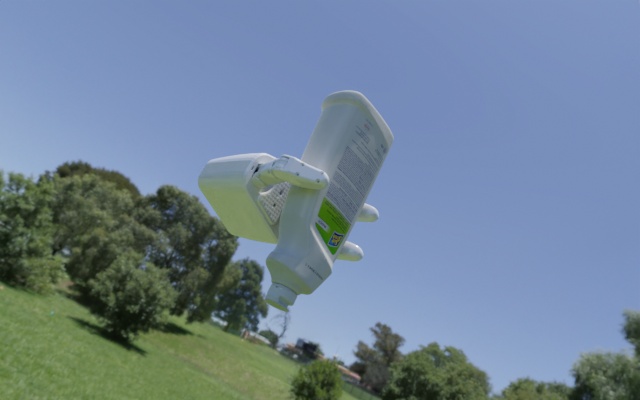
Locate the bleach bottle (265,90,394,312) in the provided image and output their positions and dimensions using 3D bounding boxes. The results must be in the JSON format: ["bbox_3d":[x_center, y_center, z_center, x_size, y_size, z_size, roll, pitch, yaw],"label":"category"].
[{"bbox_3d":[0.000,0.002,0.541,0.068,0.250,0.103,0,-34,46],"label":"bleach bottle"}]
